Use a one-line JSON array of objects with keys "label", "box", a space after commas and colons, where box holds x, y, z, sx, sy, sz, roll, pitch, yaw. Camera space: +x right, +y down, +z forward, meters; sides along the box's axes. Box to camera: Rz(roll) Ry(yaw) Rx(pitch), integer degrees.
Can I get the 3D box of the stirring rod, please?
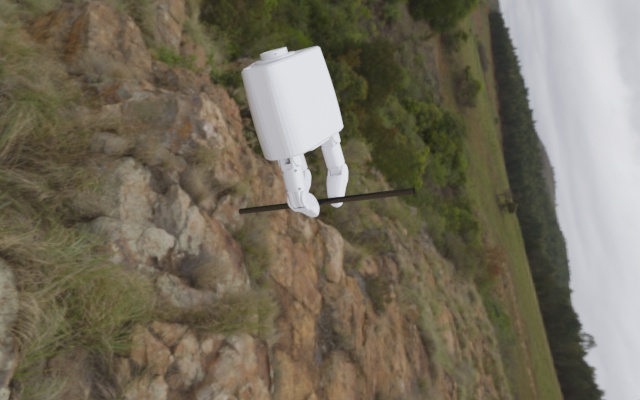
[{"label": "stirring rod", "box": [0.000, 0.002, 0.609, 0.239, 0.011, 0.011, -7, -3, 23]}]
